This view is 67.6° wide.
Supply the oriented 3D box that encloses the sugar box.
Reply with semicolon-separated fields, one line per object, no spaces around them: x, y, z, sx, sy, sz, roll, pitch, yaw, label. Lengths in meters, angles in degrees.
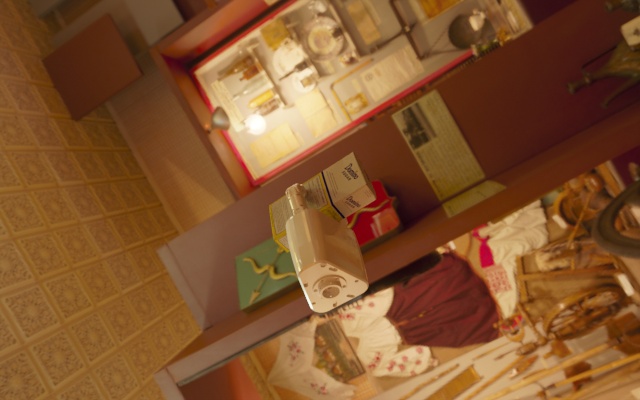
0.000;0.003;0.786;0.176;0.093;0.048;-29;-50;12;sugar box
